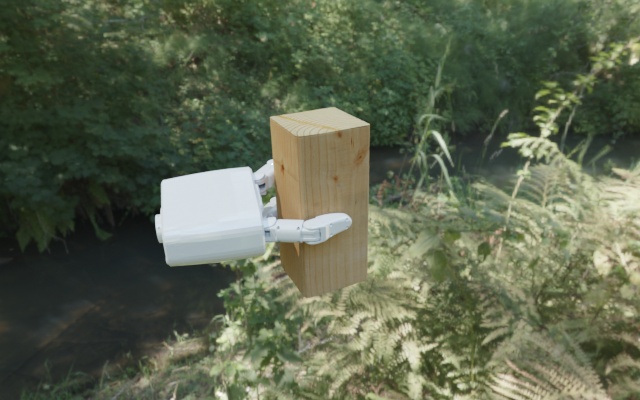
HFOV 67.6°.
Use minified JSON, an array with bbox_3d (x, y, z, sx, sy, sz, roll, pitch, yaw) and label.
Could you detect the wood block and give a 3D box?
[{"bbox_3d":[0.000,0.002,0.588,0.090,0.206,0.090,-13,28,-22],"label":"wood block"}]
